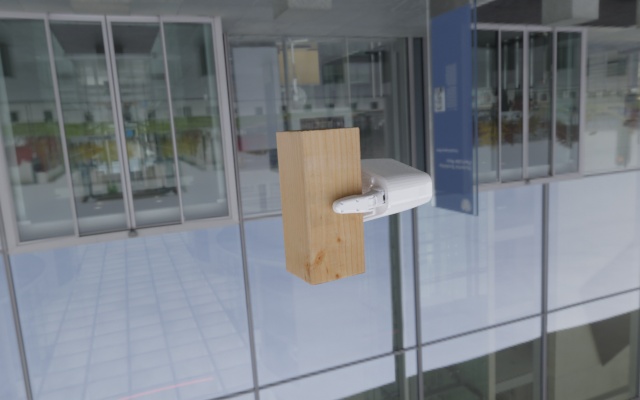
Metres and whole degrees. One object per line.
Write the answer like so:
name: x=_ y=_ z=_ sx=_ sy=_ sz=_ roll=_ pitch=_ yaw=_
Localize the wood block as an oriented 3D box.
wood block: x=0.001 y=0.002 z=0.680 sx=0.090 sy=0.206 sz=0.091 roll=-8 pitch=10 yaw=-28
